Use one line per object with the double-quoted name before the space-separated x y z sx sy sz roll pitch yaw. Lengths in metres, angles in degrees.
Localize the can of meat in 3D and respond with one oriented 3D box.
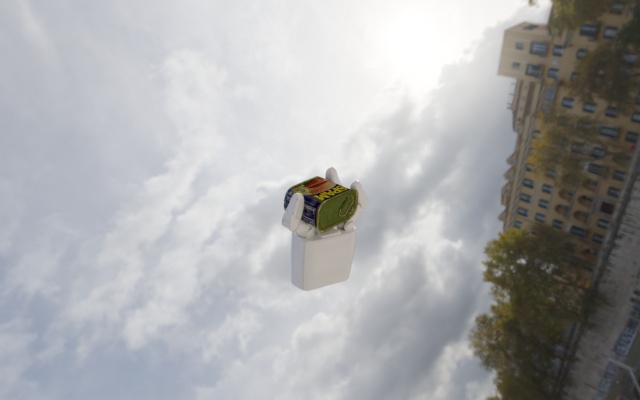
"can of meat" 0.000 0.003 0.813 0.084 0.057 0.102 24 33 36
